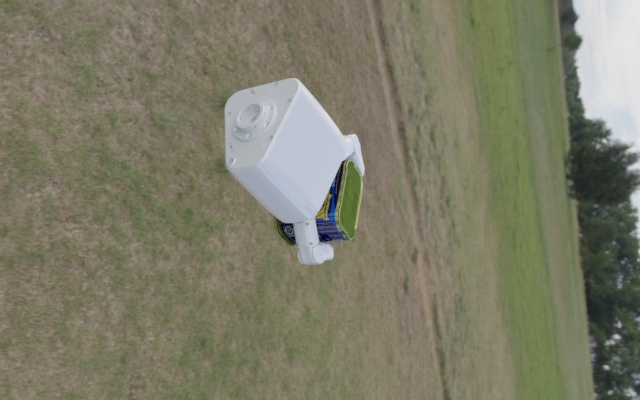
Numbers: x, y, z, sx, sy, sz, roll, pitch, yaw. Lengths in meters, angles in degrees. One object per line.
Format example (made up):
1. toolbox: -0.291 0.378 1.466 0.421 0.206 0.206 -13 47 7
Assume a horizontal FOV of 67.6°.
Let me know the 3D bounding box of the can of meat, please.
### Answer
1. can of meat: 0.000 0.002 0.575 0.084 0.102 0.057 -6 -34 27
